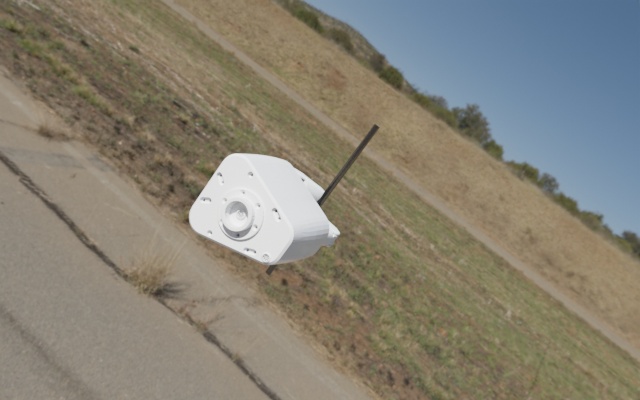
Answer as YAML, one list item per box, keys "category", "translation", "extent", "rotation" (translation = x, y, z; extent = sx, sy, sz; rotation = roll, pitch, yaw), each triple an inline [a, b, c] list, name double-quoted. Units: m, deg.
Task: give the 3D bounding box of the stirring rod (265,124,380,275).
- category: "stirring rod"
  translation: [0.000, 0.002, 0.615]
  extent: [0.011, 0.239, 0.011]
  rotation: [35, 11, -8]
